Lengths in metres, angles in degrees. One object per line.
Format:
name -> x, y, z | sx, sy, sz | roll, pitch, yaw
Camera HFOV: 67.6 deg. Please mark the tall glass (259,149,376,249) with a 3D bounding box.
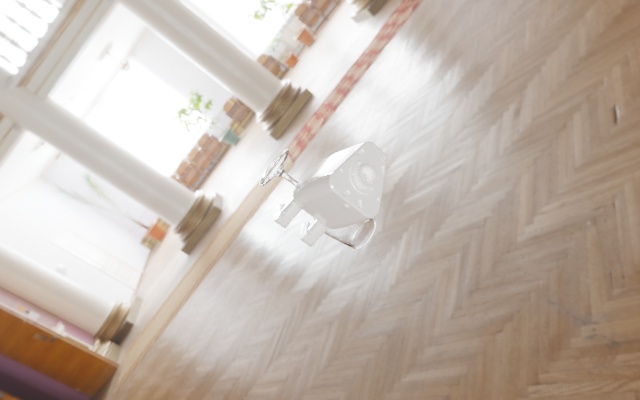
tall glass -> 0.000, 0.002, 0.798 | 0.201, 0.079, 0.079 | 37, -14, -20
